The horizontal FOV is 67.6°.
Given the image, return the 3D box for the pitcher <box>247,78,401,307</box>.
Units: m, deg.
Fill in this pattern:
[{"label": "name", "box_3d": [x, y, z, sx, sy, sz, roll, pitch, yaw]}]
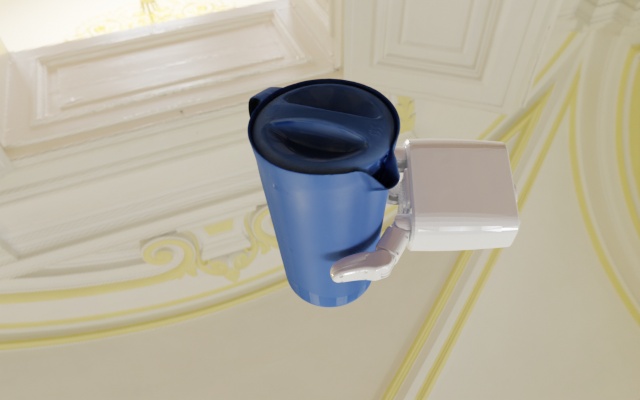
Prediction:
[{"label": "pitcher", "box_3d": [0.000, 0.002, 0.505, 0.145, 0.149, 0.243, -1, -42, 2]}]
